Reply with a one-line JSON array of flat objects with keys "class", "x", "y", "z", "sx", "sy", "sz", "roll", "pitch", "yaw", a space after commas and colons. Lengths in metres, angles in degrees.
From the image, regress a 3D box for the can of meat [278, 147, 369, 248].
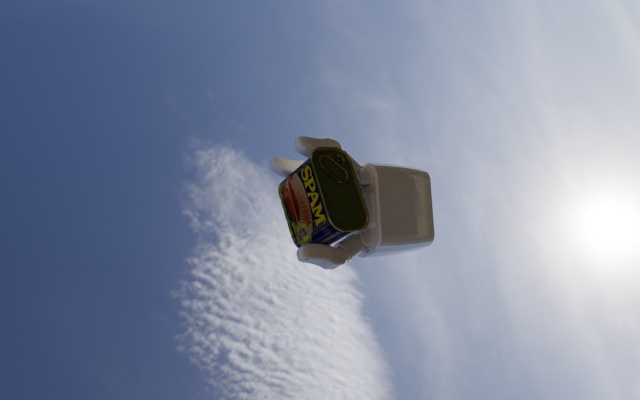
[{"class": "can of meat", "x": 0.000, "y": 0.002, "z": 0.557, "sx": 0.057, "sy": 0.102, "sz": 0.084, "roll": -4, "pitch": -20, "yaw": -37}]
